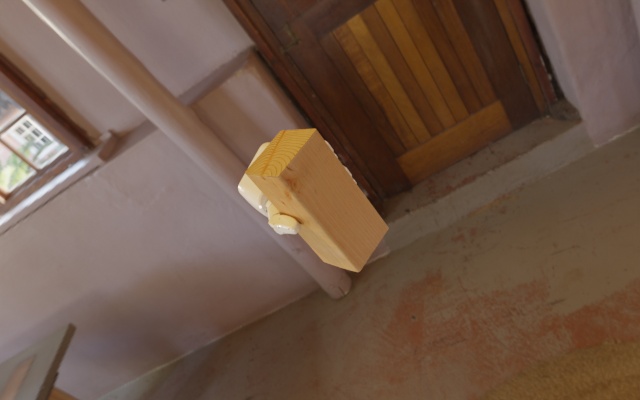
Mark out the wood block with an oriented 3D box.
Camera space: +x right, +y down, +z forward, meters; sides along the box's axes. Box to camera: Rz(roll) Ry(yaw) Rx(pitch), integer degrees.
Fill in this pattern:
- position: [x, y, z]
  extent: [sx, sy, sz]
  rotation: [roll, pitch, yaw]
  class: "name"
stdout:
- position: [0.000, 0.002, 0.702]
  extent: [0.090, 0.090, 0.206]
  rotation: [9, -35, 51]
  class: "wood block"
